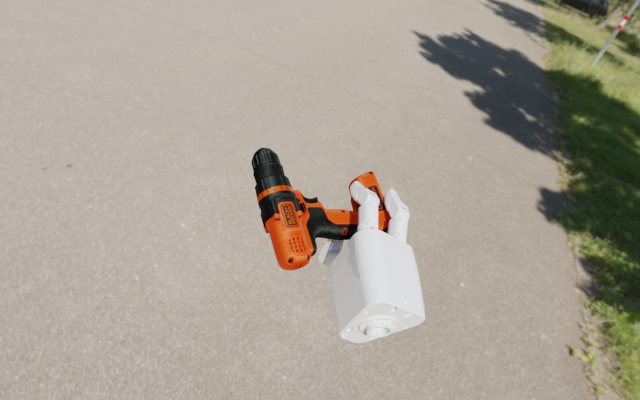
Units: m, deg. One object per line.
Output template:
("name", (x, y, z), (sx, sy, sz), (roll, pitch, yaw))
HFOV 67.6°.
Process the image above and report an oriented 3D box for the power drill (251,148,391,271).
("power drill", (0.001, 0.002, 0.694), (0.187, 0.184, 0.057), (-6, -23, -27))
